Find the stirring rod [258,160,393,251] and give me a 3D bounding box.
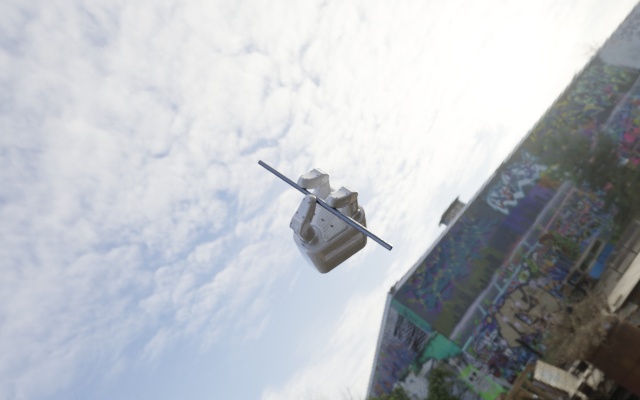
[{"bbox_3d":[0.000,0.002,0.665,0.239,0.011,0.011,33,15,25],"label":"stirring rod"}]
